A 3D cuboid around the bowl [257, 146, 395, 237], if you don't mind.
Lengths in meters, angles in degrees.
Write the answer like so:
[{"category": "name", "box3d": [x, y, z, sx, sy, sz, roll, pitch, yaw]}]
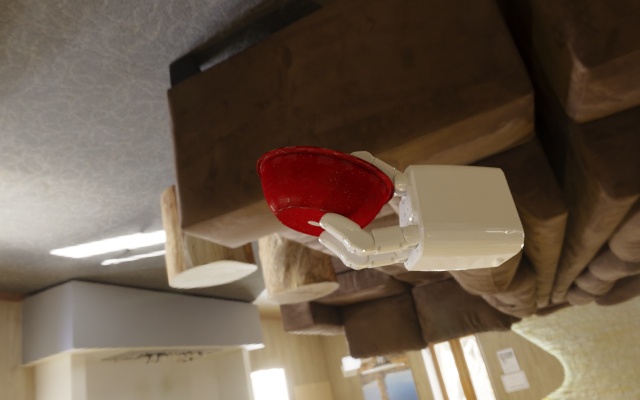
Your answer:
[{"category": "bowl", "box3d": [-0.001, 0.002, 0.542, 0.162, 0.055, 0.162, 11, -22, 4]}]
